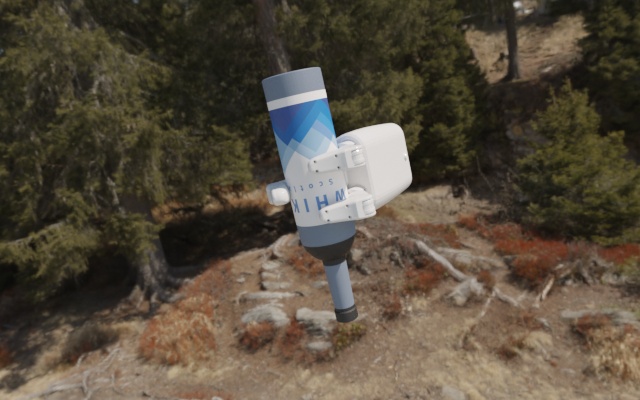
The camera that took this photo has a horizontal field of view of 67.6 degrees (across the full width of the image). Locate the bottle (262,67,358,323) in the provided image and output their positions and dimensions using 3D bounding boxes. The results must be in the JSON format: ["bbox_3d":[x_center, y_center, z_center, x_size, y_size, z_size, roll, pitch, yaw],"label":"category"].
[{"bbox_3d":[0.000,0.002,0.553,0.069,0.296,0.069,-13,11,2],"label":"bottle"}]
